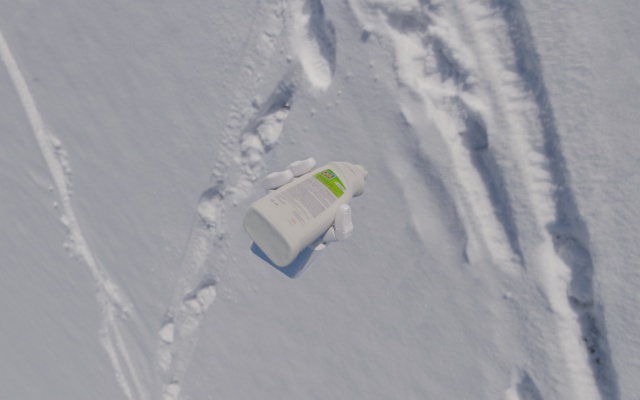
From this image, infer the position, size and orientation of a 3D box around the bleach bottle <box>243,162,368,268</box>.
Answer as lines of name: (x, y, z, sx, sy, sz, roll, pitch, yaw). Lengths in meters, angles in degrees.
bleach bottle: (0.000, 0.002, 0.754, 0.250, 0.102, 0.068, -32, -18, -43)
